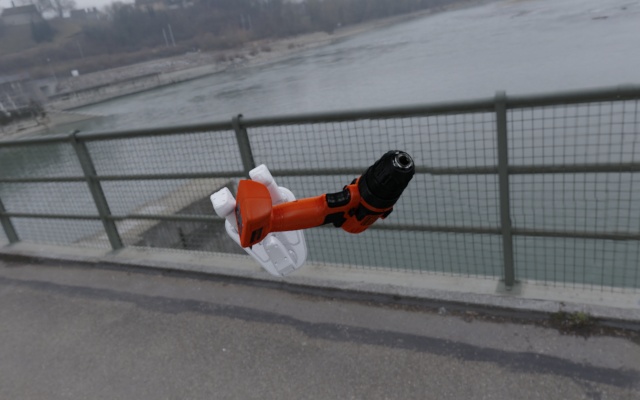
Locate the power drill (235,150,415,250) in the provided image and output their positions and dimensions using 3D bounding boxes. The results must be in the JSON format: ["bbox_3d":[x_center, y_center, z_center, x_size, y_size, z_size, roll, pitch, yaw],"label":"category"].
[{"bbox_3d":[0.000,0.002,0.552,0.187,0.057,0.184,-6,-22,-17],"label":"power drill"}]
